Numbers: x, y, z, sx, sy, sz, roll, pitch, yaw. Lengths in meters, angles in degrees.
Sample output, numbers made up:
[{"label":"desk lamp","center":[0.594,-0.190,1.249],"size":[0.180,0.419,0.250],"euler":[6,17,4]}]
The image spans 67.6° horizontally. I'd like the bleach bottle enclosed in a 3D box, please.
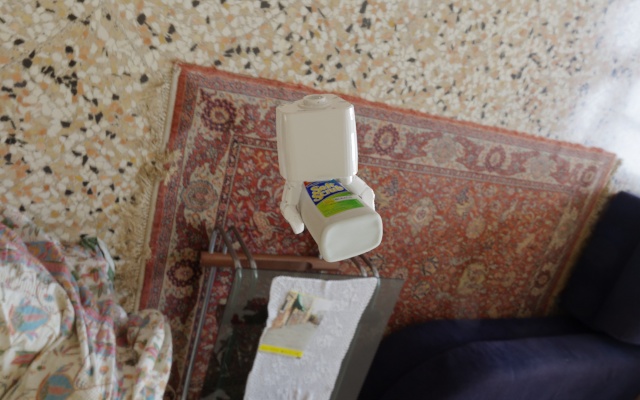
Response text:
[{"label":"bleach bottle","center":[0.000,0.003,0.780],"size":[0.102,0.068,0.250],"euler":[-14,29,-18]}]
